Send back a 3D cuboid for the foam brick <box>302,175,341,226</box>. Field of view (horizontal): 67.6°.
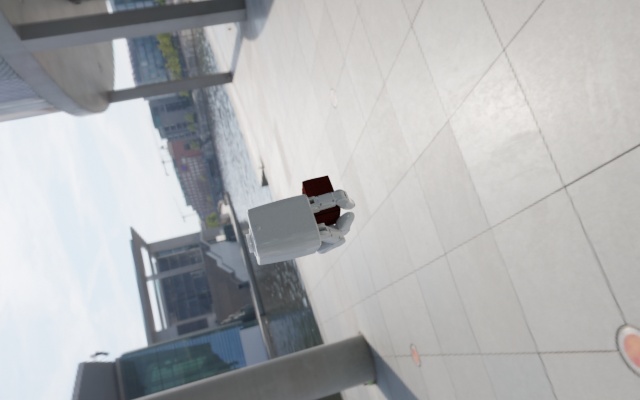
[{"bbox_3d":[0.000,0.003,0.862,0.051,0.078,0.053,-14,-30,-10],"label":"foam brick"}]
